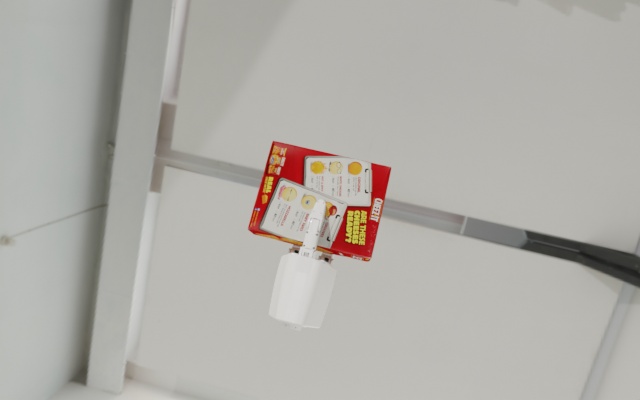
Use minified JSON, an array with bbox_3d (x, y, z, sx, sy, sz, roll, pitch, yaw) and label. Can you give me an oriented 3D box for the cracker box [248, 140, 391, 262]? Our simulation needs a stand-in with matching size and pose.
[{"bbox_3d":[0.000,0.003,0.834,0.213,0.164,0.072,13,-11,5],"label":"cracker box"}]
